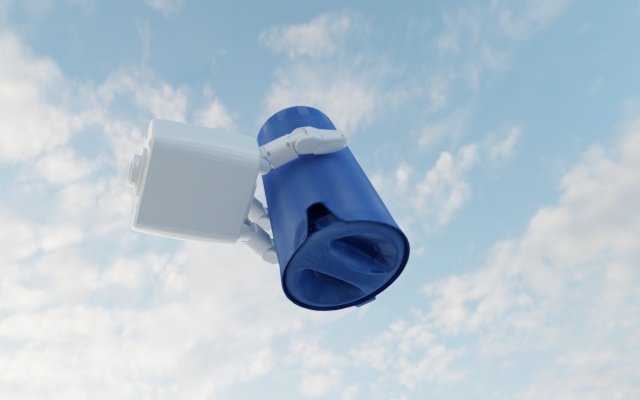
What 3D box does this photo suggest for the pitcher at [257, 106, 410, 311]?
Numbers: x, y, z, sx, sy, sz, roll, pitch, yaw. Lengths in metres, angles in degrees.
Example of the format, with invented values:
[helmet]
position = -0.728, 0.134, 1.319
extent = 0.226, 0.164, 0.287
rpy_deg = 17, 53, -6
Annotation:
[pitcher]
position = 0.000, 0.002, 0.559
extent = 0.145, 0.149, 0.242
rpy_deg = 9, 37, -26
